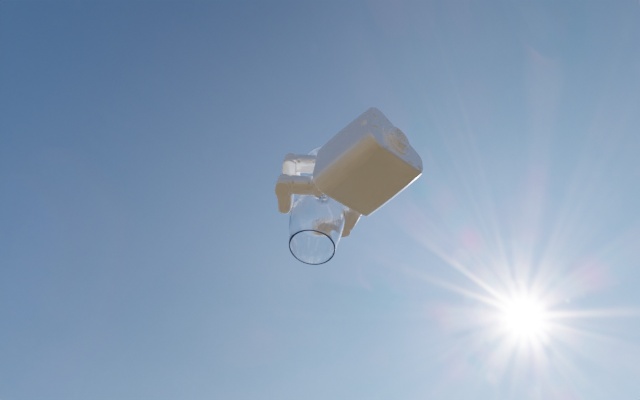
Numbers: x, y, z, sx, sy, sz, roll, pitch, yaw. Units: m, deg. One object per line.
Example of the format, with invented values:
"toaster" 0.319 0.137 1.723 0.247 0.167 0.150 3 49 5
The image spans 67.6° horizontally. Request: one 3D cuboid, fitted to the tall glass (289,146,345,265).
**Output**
"tall glass" 0.000 0.002 0.699 0.079 0.079 0.201 0 37 8
